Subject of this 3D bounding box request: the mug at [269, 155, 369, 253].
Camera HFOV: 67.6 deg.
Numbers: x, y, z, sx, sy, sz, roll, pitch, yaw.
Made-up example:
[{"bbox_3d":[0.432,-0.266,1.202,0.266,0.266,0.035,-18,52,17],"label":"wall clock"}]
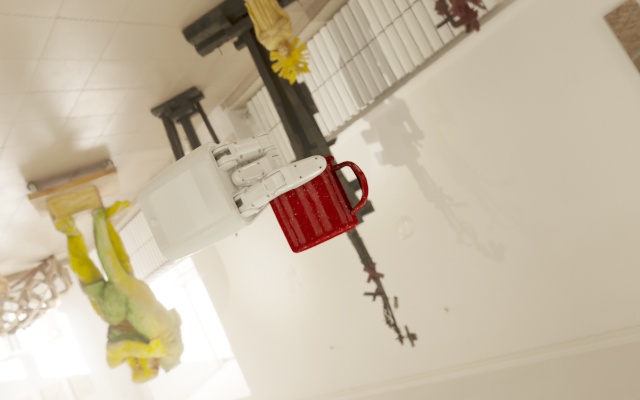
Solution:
[{"bbox_3d":[0.001,0.001,0.525,0.117,0.081,0.093,-28,-7,20],"label":"mug"}]
